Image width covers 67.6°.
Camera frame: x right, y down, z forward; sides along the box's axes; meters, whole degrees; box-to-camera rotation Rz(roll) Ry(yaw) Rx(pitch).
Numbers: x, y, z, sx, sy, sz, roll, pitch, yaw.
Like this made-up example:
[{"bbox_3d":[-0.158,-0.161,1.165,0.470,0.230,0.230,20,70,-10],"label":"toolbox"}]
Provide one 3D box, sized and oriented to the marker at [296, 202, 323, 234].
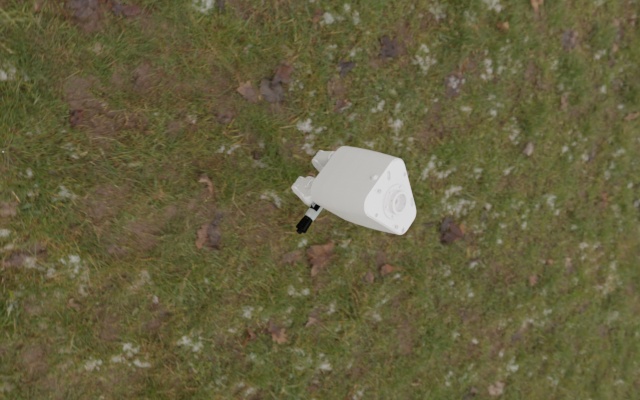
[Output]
[{"bbox_3d":[0.000,0.002,0.749,0.020,0.121,0.020,33,-17,11],"label":"marker"}]
